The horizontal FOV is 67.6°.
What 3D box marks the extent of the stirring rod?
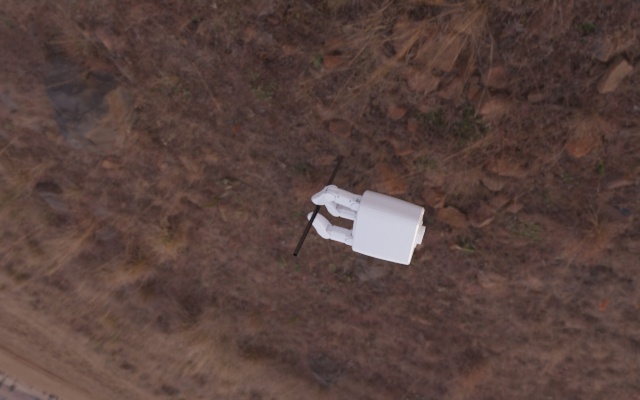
[{"bbox_3d":[0.000,0.003,0.873,0.011,0.239,0.011,17,-35,13],"label":"stirring rod"}]
